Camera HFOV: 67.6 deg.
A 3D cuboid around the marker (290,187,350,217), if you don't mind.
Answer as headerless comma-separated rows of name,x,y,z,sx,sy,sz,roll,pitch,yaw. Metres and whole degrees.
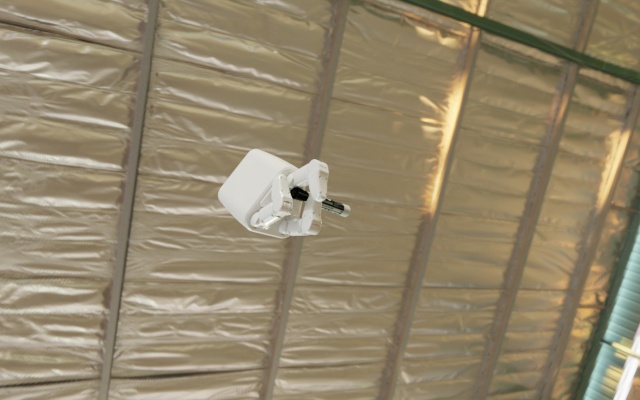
marker,0.000,0.002,0.733,0.020,0.020,0.121,0,-14,46
